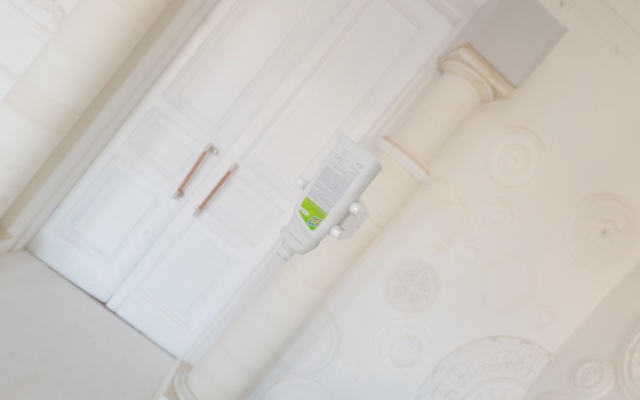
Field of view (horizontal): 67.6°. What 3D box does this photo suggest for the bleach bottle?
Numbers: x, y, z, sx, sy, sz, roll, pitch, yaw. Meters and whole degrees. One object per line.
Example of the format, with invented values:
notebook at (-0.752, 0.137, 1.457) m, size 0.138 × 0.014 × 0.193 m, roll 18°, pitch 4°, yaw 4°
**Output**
bleach bottle at (0.000, 0.003, 0.891) m, size 0.102 × 0.251 × 0.068 m, roll 41°, pitch 3°, yaw 25°
